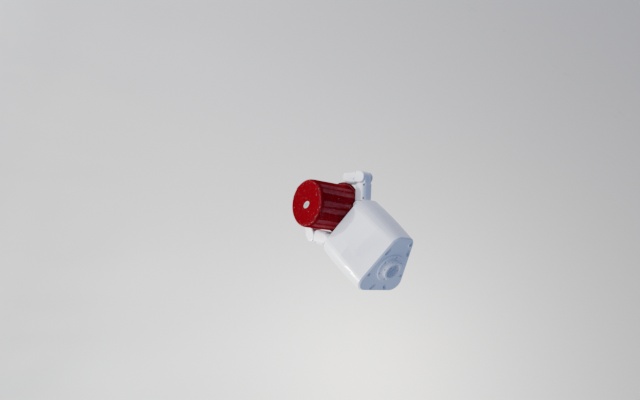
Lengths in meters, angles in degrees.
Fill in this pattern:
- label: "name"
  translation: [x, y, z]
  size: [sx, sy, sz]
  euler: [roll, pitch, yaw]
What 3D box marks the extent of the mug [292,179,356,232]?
- label: "mug"
  translation: [-0.001, 0.002, 0.823]
  size: [0.081, 0.093, 0.117]
  euler: [9, 25, -39]
